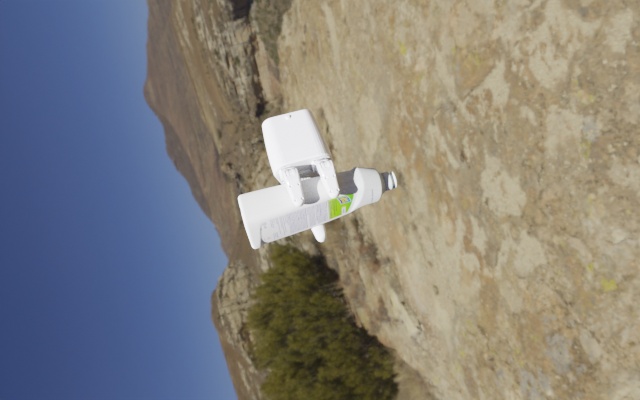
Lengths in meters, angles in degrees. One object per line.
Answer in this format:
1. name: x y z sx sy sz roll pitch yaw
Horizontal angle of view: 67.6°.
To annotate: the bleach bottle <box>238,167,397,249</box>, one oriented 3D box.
1. bleach bottle: 0.000 0.003 0.773 0.251 0.068 0.103 -15 -30 -7
